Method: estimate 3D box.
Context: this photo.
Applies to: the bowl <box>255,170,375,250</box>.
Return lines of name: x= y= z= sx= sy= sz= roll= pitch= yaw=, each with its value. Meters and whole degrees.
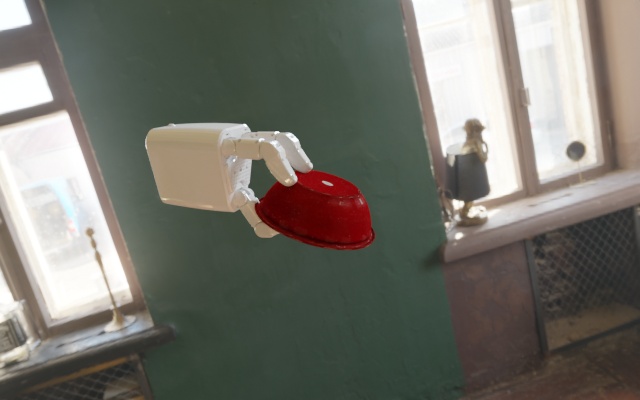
bowl: x=0.002 y=0.002 z=0.614 sx=0.162 sy=0.055 sz=0.162 roll=14 pitch=19 yaw=-5
